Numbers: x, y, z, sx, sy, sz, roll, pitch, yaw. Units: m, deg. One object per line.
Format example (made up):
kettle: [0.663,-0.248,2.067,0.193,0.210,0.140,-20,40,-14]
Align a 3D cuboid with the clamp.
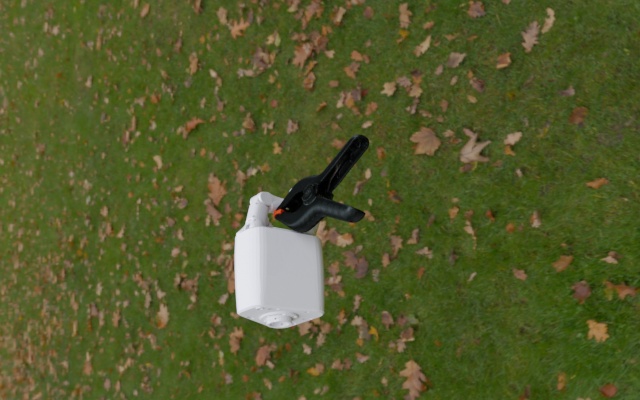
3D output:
clamp: [0.000,0.002,0.607,0.039,0.120,0.171,31,-48,-25]
